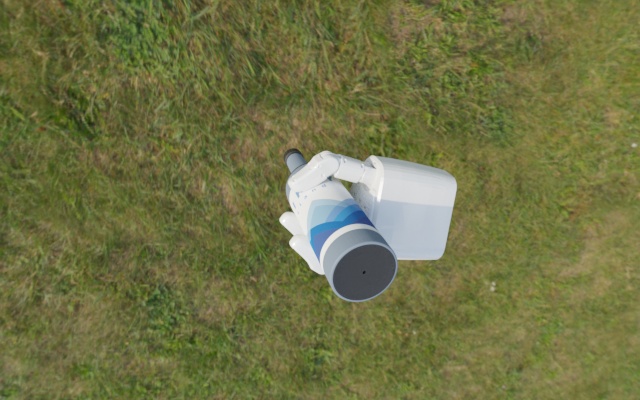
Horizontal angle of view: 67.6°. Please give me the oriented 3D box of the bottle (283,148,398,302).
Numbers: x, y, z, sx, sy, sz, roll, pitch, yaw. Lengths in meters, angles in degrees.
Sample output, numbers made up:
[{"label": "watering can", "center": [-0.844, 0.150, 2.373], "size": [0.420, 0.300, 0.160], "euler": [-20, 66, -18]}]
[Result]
[{"label": "bottle", "center": [0.000, 0.002, 0.562], "size": [0.069, 0.069, 0.295], "euler": [0, 26, -18]}]
